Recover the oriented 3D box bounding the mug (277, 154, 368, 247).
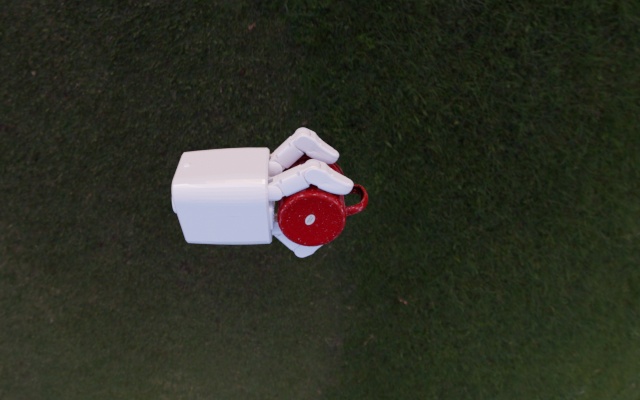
[{"bbox_3d":[0.002,0.002,0.588,0.117,0.093,0.081,-2,34,-2],"label":"mug"}]
